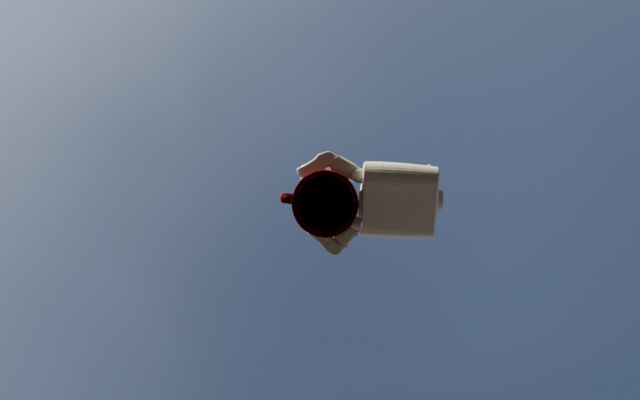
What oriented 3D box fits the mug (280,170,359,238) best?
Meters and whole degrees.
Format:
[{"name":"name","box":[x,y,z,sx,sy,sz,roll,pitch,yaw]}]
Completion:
[{"name":"mug","box":[-0.001,0.002,0.694,0.117,0.093,0.081,4,3,9]}]
